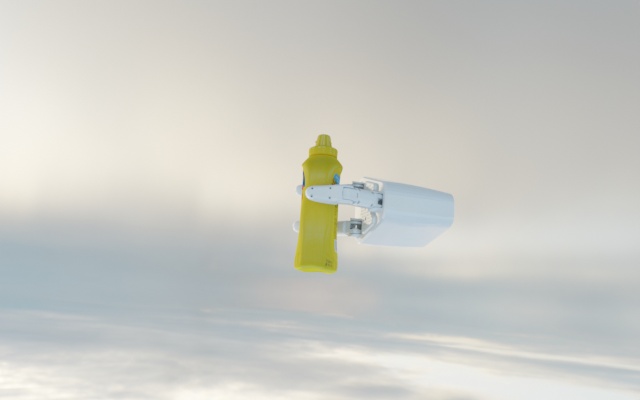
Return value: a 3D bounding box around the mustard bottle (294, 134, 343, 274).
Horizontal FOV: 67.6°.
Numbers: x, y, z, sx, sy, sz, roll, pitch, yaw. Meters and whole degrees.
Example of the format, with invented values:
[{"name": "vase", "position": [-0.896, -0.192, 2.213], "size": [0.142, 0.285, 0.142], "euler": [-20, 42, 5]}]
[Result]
[{"name": "mustard bottle", "position": [0.000, 0.002, 0.658], "size": [0.058, 0.191, 0.096], "euler": [2, -11, 8]}]
